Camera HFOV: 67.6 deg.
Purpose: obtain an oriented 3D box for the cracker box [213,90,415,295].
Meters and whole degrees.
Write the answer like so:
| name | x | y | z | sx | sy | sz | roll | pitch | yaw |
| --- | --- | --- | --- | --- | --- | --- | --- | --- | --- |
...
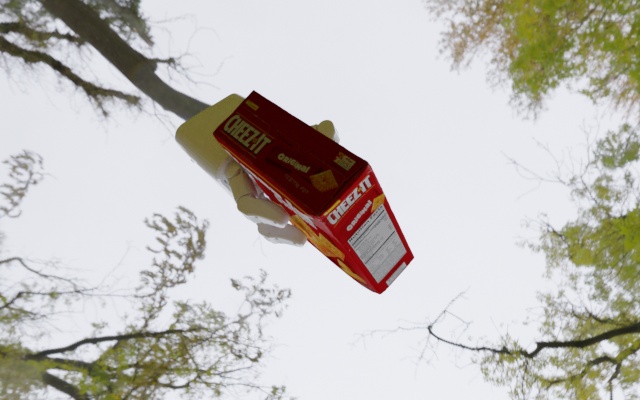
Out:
| name | x | y | z | sx | sy | sz | roll | pitch | yaw |
| --- | --- | --- | --- | --- | --- | --- | --- | --- | --- |
| cracker box | 0.000 | 0.002 | 0.514 | 0.164 | 0.072 | 0.214 | 36 | -10 | 34 |
